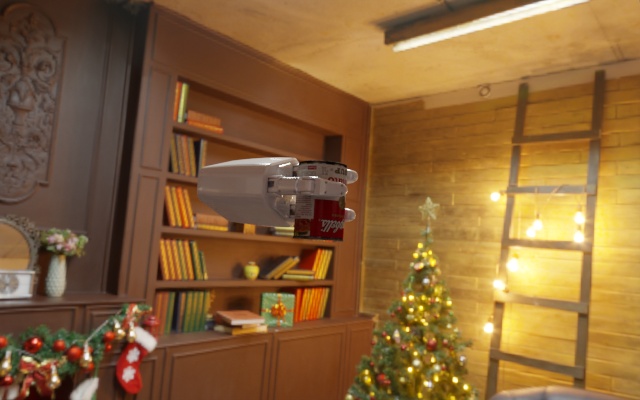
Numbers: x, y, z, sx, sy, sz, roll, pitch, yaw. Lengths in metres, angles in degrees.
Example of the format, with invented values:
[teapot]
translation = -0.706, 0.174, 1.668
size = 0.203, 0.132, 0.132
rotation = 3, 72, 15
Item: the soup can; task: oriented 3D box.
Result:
[soup can]
translation = 0.001, 0.002, 0.638
size = 0.068, 0.102, 0.068
rotation = 4, -5, 0
